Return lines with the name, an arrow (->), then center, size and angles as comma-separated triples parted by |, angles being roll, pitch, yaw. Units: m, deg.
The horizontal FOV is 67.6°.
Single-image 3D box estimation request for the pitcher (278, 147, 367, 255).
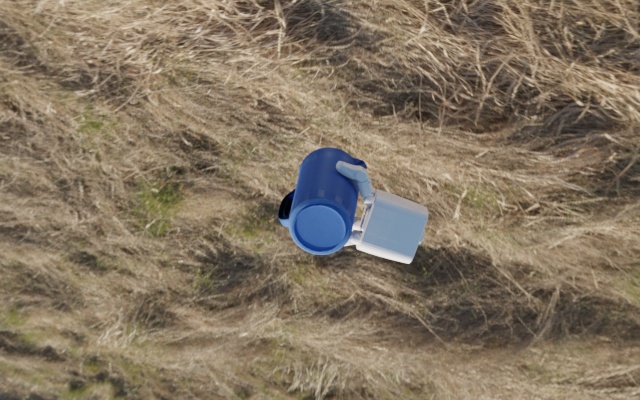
pitcher -> 0.000, 0.003, 0.900 | 0.145, 0.149, 0.242 | 19, 24, -3
